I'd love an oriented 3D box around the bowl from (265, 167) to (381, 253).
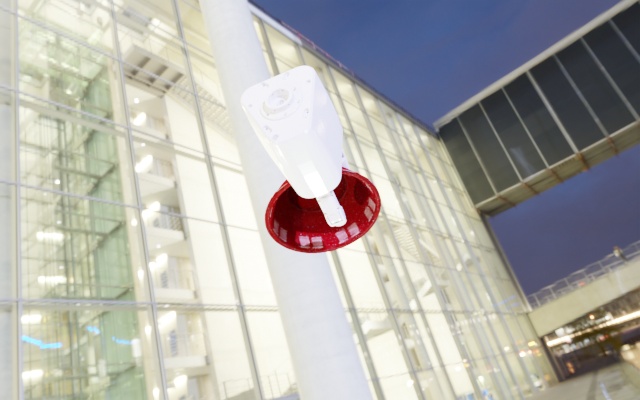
[{"bbox_3d":[0.000,0.003,0.670,0.162,0.162,0.055,0,43,-14],"label":"bowl"}]
